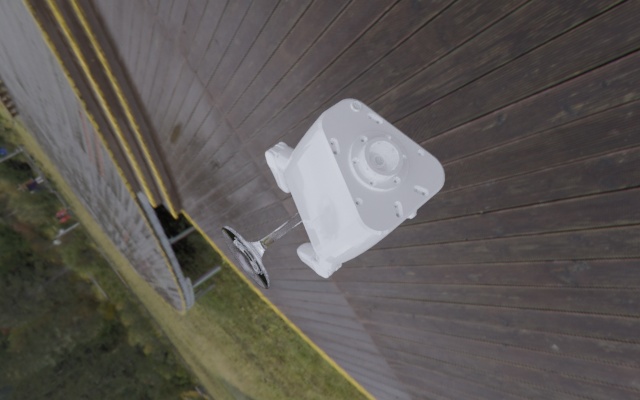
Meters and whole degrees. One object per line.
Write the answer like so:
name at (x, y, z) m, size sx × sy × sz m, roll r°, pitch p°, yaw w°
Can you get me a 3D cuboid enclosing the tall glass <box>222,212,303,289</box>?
tall glass at (-0.001, 0.002, 0.502) m, size 0.201 × 0.079 × 0.079 m, roll -37°, pitch 17°, yaw -24°
